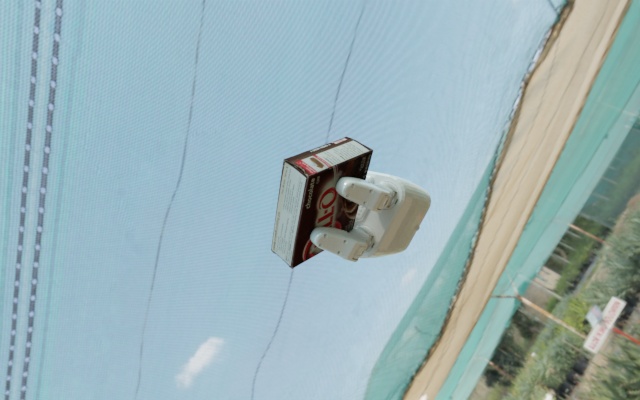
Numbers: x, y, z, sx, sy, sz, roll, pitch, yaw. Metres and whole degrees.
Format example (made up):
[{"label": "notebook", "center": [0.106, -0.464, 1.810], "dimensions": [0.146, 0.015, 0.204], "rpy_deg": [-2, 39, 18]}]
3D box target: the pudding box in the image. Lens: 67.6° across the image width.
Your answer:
[{"label": "pudding box", "center": [0.000, 0.001, 0.471], "dimensions": [0.039, 0.114, 0.090], "rpy_deg": [33, 41, 31]}]
